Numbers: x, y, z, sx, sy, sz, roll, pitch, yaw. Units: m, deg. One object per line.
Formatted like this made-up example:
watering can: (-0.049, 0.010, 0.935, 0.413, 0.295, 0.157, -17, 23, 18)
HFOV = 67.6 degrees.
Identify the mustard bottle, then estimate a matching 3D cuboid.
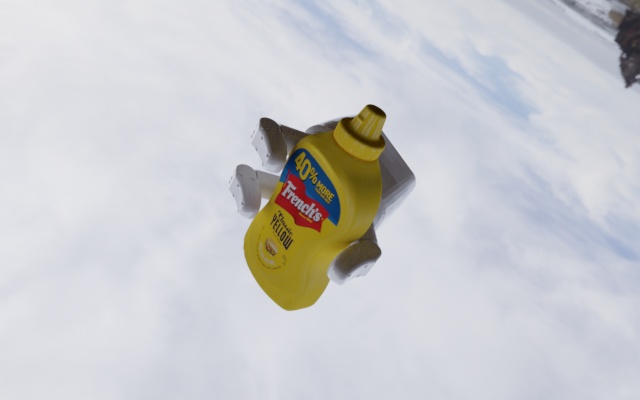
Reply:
mustard bottle: (0.000, 0.002, 0.408, 0.058, 0.192, 0.096, -1, 45, -42)
